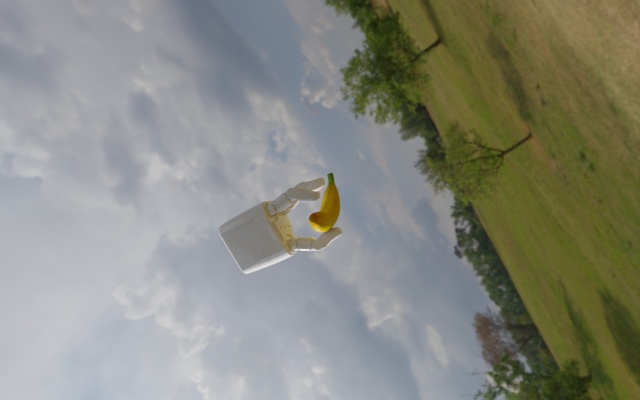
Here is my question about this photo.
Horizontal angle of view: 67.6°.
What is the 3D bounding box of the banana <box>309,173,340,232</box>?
[{"bbox_3d":[0.008,0.017,0.879,0.037,0.070,0.197,-20,20,17],"label":"banana"}]
